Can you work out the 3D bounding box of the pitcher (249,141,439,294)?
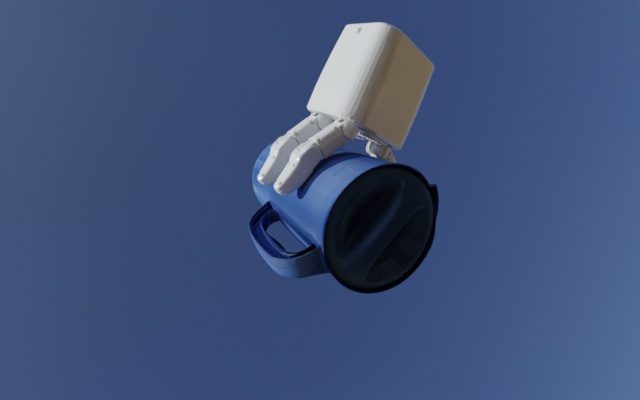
[{"bbox_3d":[0.000,0.002,0.551,0.149,0.145,0.242,20,5,-32],"label":"pitcher"}]
